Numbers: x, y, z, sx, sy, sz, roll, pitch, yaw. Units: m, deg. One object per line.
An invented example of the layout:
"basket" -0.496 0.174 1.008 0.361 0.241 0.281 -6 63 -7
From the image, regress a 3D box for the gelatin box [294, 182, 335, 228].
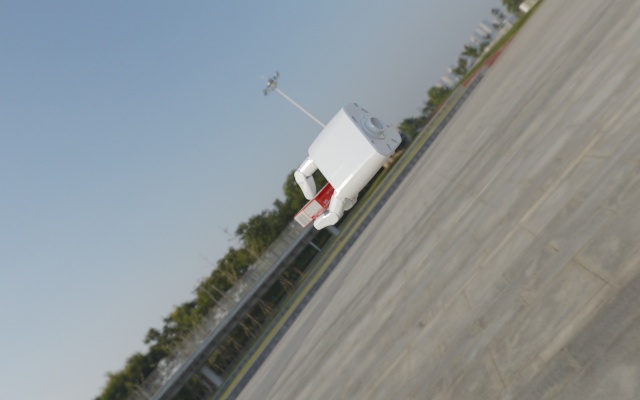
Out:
"gelatin box" 0.000 0.003 0.856 0.073 0.030 0.089 -47 3 -38
